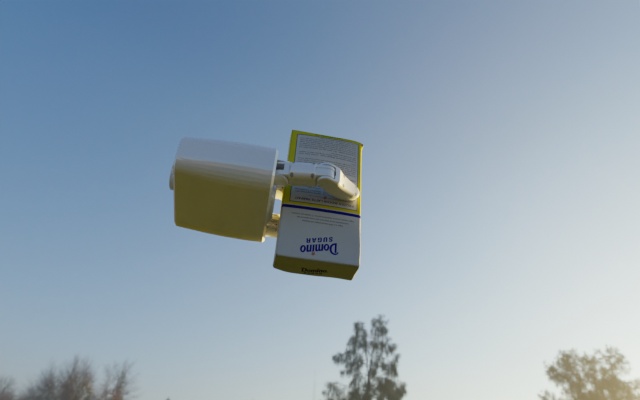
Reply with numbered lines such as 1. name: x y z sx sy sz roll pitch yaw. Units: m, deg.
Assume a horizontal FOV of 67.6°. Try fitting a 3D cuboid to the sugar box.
1. sugar box: 0.000 0.002 0.563 0.093 0.176 0.048 9 -32 -6
